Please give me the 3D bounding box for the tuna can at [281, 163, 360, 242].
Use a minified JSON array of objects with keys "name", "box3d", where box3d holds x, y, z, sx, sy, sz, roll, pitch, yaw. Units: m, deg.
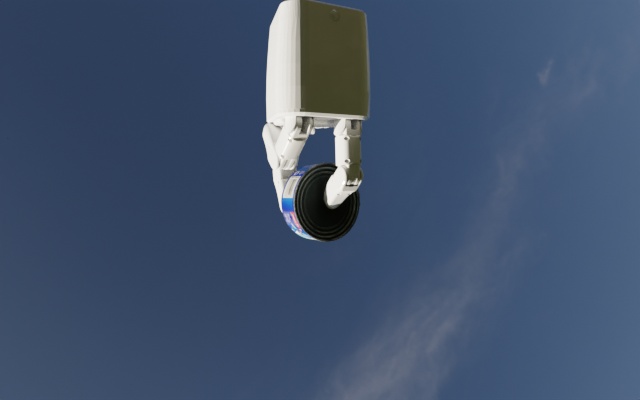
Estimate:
[{"name":"tuna can","box3d":[0.000,0.002,0.530,0.086,0.086,0.034,0,1,-33]}]
